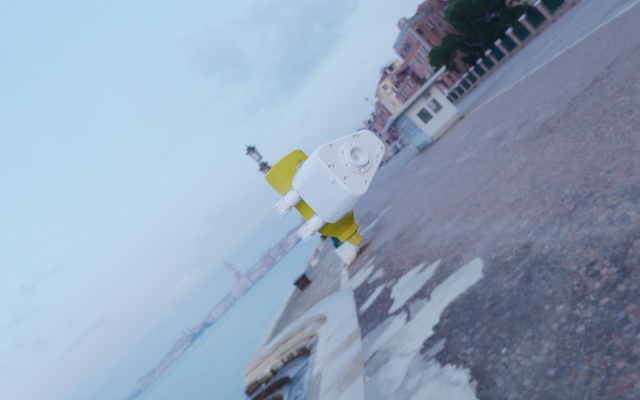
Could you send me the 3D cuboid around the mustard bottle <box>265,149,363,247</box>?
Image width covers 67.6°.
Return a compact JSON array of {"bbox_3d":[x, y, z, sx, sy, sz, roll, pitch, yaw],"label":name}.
[{"bbox_3d":[0.000,0.003,0.808,0.058,0.191,0.096,-45,-2,35],"label":"mustard bottle"}]
